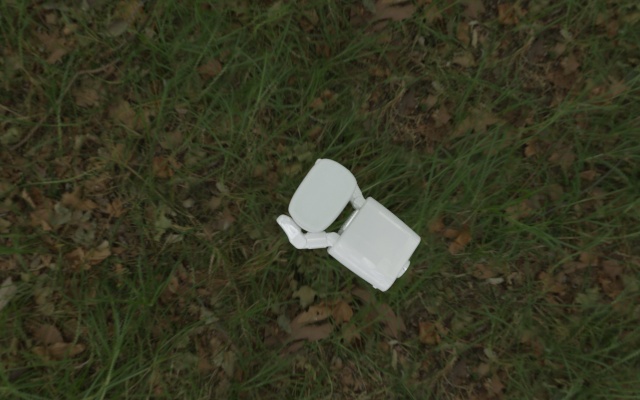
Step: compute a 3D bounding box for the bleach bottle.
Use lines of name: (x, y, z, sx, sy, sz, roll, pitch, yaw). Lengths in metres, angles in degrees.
bleach bottle: (0.000, 0.003, 0.769, 0.068, 0.102, 0.251, 36, -3, 2)
